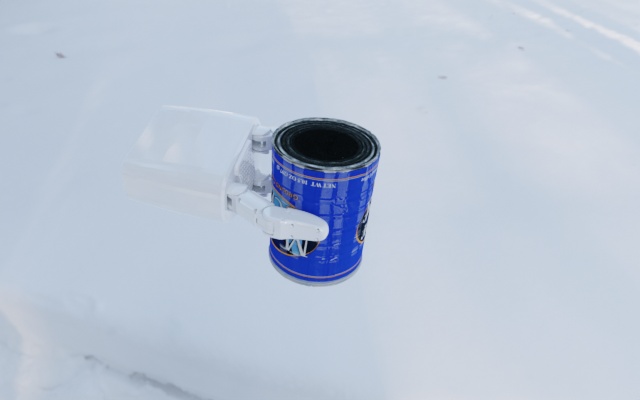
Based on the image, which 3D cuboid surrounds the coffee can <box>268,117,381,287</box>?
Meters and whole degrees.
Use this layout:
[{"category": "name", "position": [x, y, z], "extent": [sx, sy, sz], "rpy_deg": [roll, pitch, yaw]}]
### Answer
[{"category": "coffee can", "position": [0.000, 0.002, 0.483], "extent": [0.103, 0.140, 0.102], "rpy_deg": [4, 35, -3]}]
